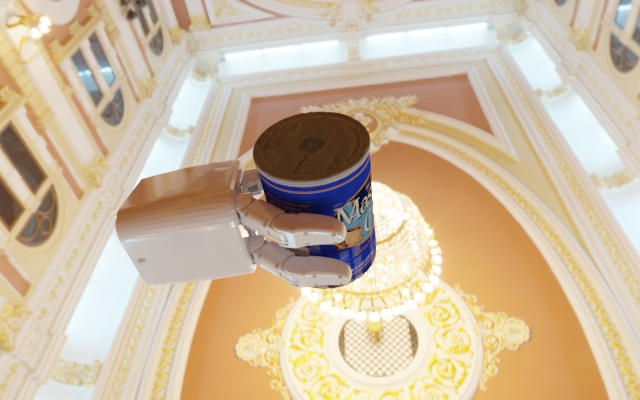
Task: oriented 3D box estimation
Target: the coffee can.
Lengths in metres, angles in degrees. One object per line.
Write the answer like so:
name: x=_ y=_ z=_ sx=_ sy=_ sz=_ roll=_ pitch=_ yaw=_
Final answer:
coffee can: x=0.000 y=0.001 z=0.458 sx=0.103 sy=0.140 sz=0.102 roll=-5 pitch=42 yaw=5
